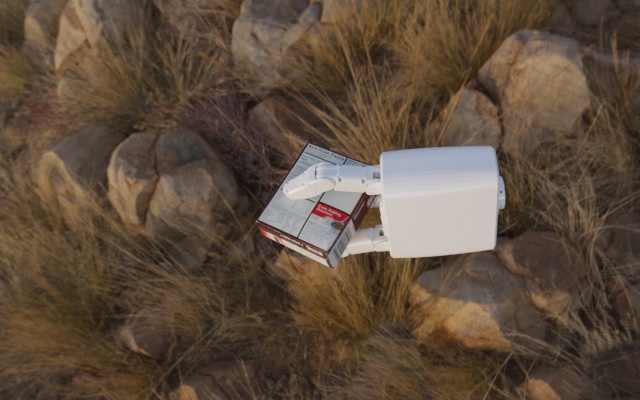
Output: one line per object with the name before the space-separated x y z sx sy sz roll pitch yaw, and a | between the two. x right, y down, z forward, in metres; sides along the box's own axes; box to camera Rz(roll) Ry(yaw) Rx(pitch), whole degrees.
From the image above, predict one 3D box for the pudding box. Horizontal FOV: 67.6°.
pudding box | 0.000 0.002 0.501 0.090 0.113 0.039 22 -24 24
